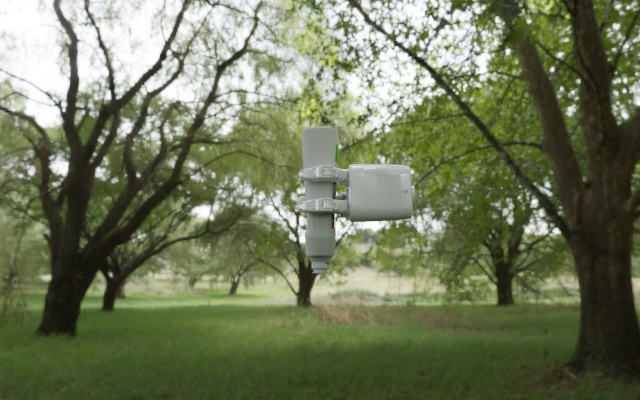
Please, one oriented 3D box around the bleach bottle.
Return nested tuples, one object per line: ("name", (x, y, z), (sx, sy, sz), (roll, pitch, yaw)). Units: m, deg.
("bleach bottle", (0.000, 0.003, 0.847), (0.068, 0.250, 0.102), (-1, -10, 4))
